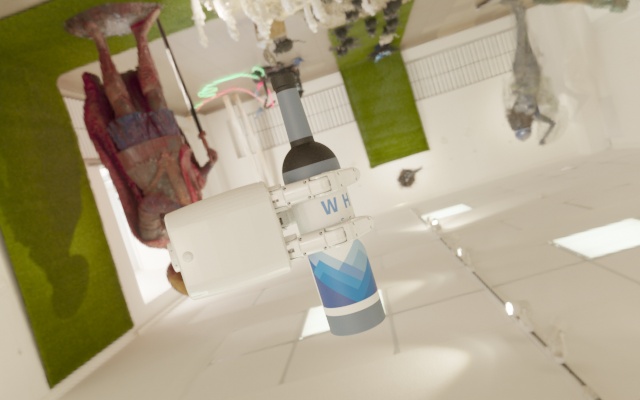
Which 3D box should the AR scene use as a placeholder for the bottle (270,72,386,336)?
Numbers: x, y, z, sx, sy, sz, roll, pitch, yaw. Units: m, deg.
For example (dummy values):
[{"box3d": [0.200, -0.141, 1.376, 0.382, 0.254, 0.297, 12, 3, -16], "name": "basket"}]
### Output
[{"box3d": [0.000, 0.002, 0.542, 0.069, 0.296, 0.069, -17, 4, 1], "name": "bottle"}]
